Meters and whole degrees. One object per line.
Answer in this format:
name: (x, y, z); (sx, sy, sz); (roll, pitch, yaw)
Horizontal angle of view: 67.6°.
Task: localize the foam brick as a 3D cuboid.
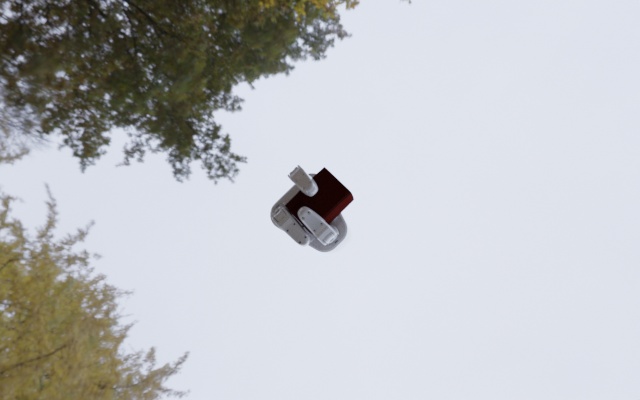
foam brick: (0.000, 0.002, 0.655); (0.078, 0.053, 0.051); (-44, -15, 2)
